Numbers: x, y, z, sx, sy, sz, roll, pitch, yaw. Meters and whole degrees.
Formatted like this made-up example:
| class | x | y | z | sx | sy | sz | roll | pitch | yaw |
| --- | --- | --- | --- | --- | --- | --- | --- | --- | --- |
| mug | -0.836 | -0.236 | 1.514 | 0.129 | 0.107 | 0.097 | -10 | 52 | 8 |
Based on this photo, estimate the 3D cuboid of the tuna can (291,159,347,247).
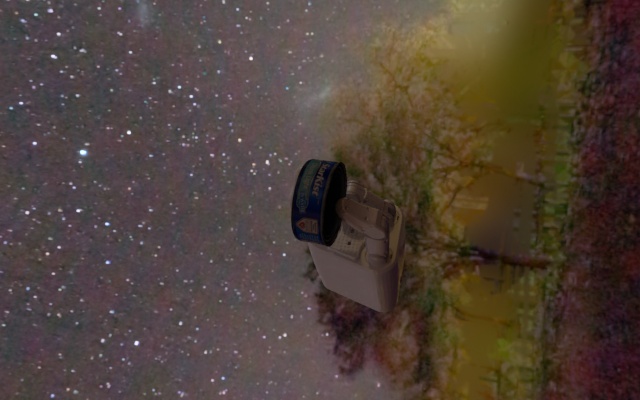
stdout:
| class | x | y | z | sx | sy | sz | roll | pitch | yaw |
| --- | --- | --- | --- | --- | --- | --- | --- | --- | --- |
| tuna can | 0.000 | 0.001 | 0.481 | 0.034 | 0.086 | 0.086 | 9 | 2 | 15 |
